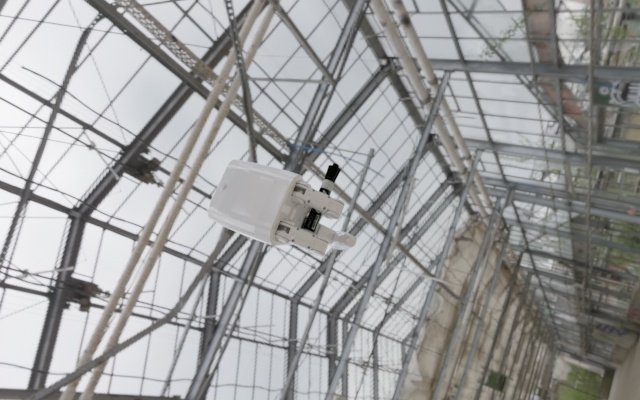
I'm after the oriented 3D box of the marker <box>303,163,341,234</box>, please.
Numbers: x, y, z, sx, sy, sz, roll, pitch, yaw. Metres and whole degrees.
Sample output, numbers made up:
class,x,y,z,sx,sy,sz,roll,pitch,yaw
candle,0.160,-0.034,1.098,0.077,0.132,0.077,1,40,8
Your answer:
class,x,y,z,sx,sy,sz,roll,pitch,yaw
marker,0.000,0.002,0.669,0.020,0.121,0.020,21,-14,5
